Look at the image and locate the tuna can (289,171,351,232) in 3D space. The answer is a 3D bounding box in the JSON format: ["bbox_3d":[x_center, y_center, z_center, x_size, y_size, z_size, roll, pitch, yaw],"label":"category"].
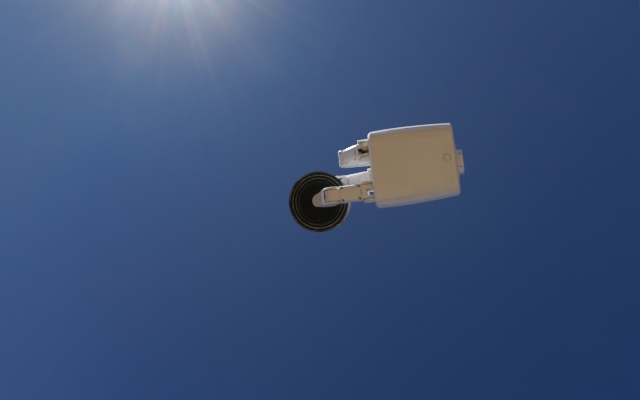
[{"bbox_3d":[0.000,0.002,0.685,0.086,0.086,0.034,0,-2,11],"label":"tuna can"}]
